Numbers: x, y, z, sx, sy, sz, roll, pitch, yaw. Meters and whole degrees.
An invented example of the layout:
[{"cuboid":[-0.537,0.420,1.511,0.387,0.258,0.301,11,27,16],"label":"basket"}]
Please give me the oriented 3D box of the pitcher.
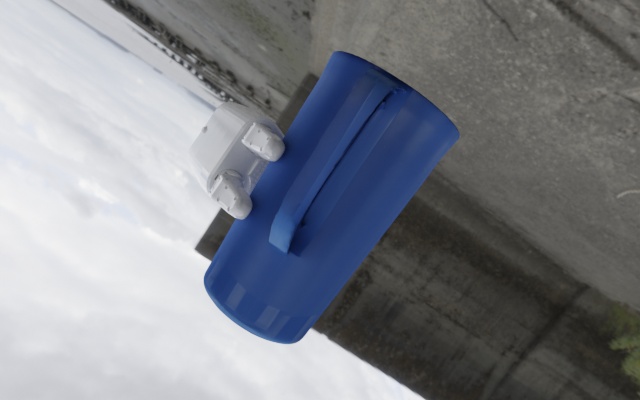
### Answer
[{"cuboid":[0.000,0.001,0.420,0.149,0.243,0.145,31,4,-37],"label":"pitcher"}]
